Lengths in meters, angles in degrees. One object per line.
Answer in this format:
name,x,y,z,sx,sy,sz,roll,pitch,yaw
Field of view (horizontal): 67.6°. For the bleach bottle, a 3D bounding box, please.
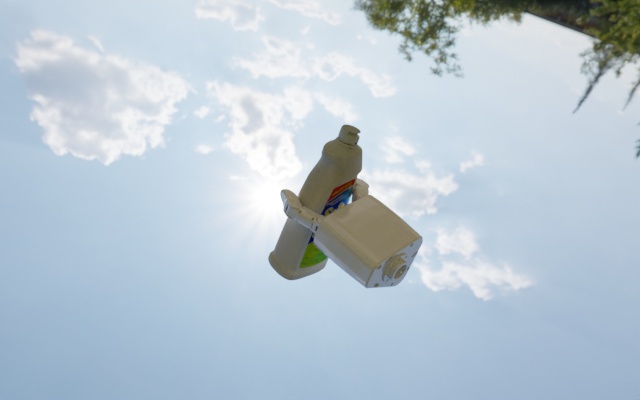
bleach bottle,0.000,0.002,0.735,0.102,0.251,0.068,-11,41,-45
